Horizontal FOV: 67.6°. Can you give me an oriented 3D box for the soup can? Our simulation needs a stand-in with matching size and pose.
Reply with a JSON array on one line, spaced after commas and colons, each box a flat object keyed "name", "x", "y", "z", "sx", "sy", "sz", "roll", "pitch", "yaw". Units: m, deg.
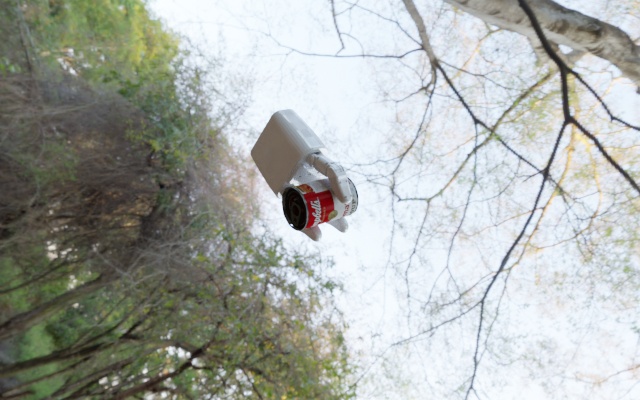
[{"name": "soup can", "x": 0.001, "y": 0.003, "z": 0.741, "sx": 0.102, "sy": 0.068, "sz": 0.068, "roll": -15, "pitch": 8, "yaw": -35}]
